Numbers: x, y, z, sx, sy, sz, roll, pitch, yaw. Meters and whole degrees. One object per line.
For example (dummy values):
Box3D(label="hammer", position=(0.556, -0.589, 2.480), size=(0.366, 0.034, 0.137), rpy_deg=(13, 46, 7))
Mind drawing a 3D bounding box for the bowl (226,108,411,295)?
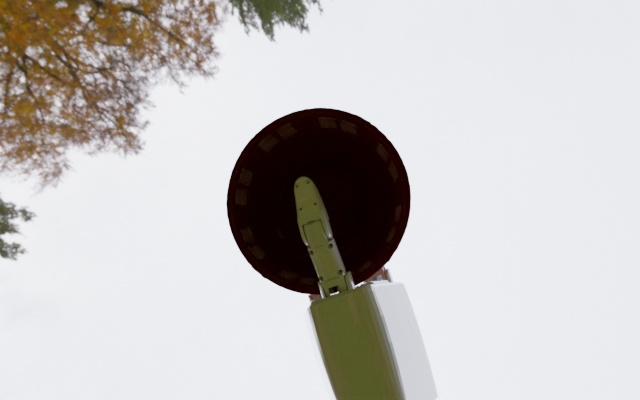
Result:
Box3D(label="bowl", position=(0.000, 0.000, 0.435), size=(0.162, 0.162, 0.055), rpy_deg=(0, -5, 10))
